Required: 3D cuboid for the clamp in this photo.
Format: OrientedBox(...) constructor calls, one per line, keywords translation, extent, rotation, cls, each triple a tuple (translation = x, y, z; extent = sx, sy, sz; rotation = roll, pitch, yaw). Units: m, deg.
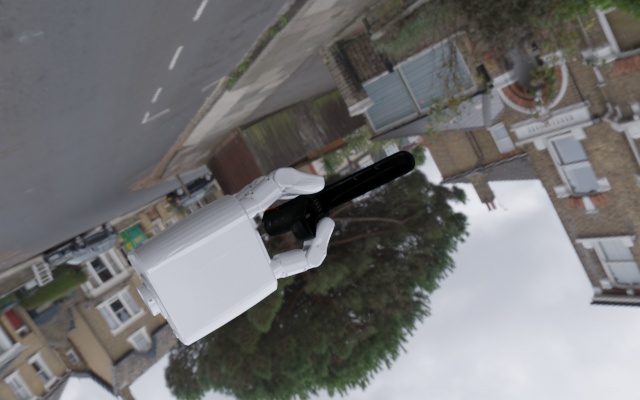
OrientedBox(translation=(0.000, 0.003, 0.543), extent=(0.164, 0.036, 0.210), rotation=(-30, 7, -26), cls="clamp")
